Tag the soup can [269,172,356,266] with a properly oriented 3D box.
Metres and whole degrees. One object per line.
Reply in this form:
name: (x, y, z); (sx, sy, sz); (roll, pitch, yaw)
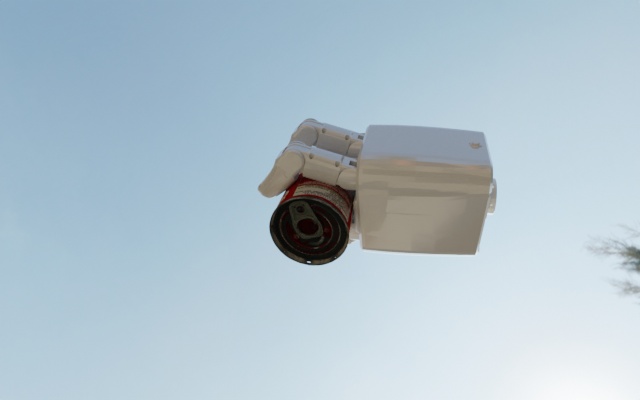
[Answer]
soup can: (0.000, 0.001, 0.437); (0.068, 0.068, 0.102); (0, 31, 13)
